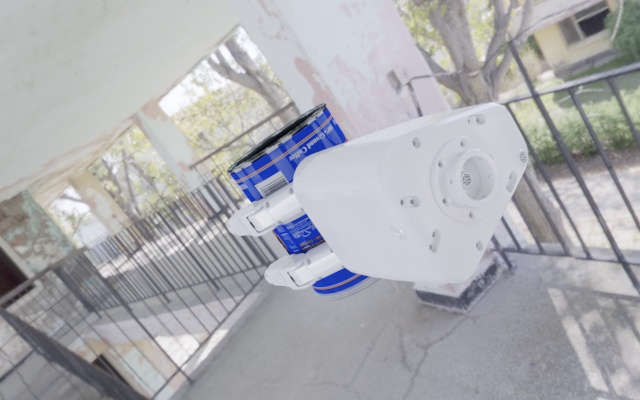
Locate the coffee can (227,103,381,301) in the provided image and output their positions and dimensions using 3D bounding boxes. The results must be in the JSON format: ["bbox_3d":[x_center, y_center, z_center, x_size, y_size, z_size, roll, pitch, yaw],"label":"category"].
[{"bbox_3d":[0.000,0.001,0.422,0.103,0.140,0.102,-32,14,9],"label":"coffee can"}]
